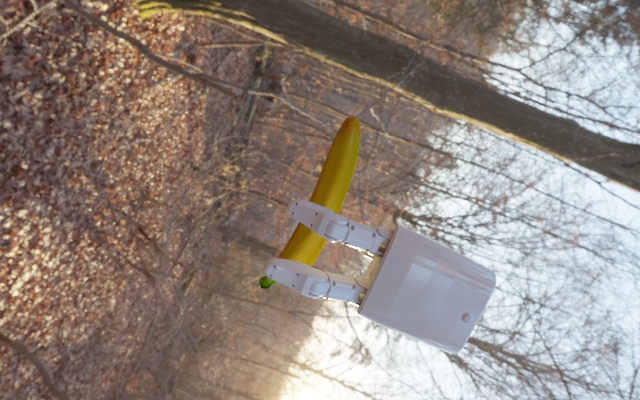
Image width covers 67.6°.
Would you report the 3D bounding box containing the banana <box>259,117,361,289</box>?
[{"bbox_3d":[0.000,0.009,0.505,0.037,0.197,0.070,24,-10,9],"label":"banana"}]
